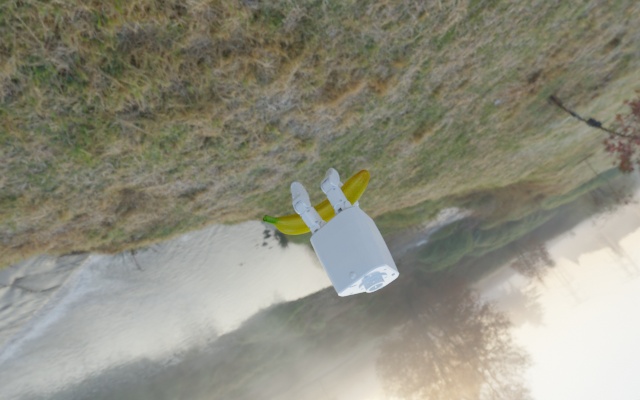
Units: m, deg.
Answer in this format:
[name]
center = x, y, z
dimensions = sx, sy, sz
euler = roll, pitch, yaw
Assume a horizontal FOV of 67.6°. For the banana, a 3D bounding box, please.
[banana]
center = 0.004, 0.013, 0.818
dimensions = 0.198, 0.037, 0.070
euler = -26, -35, 8
